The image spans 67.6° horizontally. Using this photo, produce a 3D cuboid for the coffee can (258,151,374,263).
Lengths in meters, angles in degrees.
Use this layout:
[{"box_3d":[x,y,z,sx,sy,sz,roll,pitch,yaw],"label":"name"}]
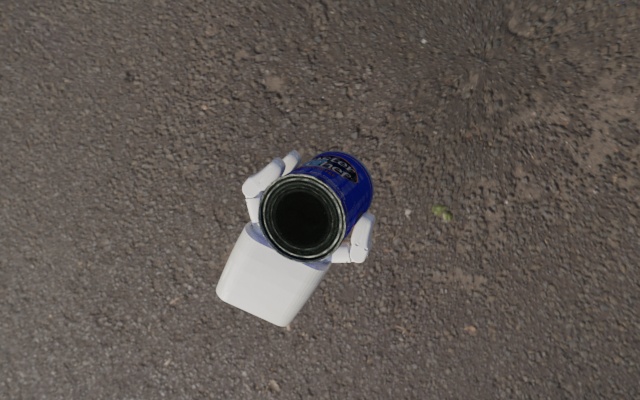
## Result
[{"box_3d":[0.000,0.002,0.578,0.103,0.103,0.140,0,16,19],"label":"coffee can"}]
